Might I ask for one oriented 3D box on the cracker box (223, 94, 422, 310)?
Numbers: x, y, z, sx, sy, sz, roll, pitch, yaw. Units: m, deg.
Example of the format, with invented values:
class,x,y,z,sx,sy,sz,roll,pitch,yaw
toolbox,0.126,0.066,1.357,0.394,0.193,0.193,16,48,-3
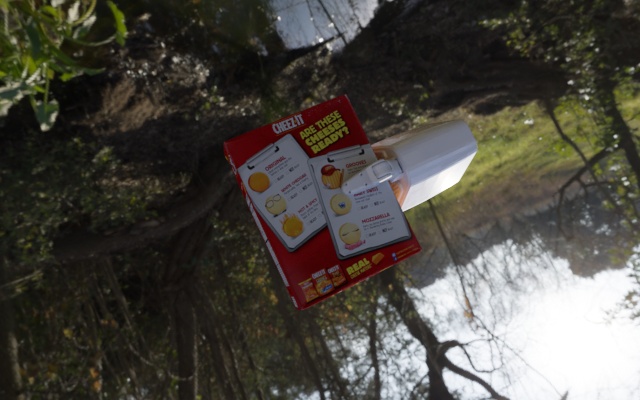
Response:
class,x,y,z,sx,sy,sz,roll,pitch,yaw
cracker box,0.000,0.002,0.586,0.164,0.213,0.072,-24,-6,-14
